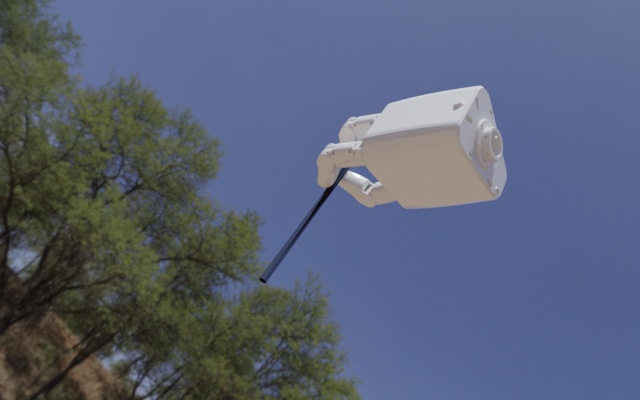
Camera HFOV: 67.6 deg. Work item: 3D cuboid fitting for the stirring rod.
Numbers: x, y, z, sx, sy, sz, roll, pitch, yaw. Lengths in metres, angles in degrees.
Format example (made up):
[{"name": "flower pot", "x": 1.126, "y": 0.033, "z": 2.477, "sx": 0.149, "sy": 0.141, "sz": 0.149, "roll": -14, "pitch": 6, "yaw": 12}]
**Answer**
[{"name": "stirring rod", "x": 0.000, "y": 0.002, "z": 0.545, "sx": 0.011, "sy": 0.011, "sz": 0.239, "roll": 0, "pitch": 40, "yaw": 39}]
